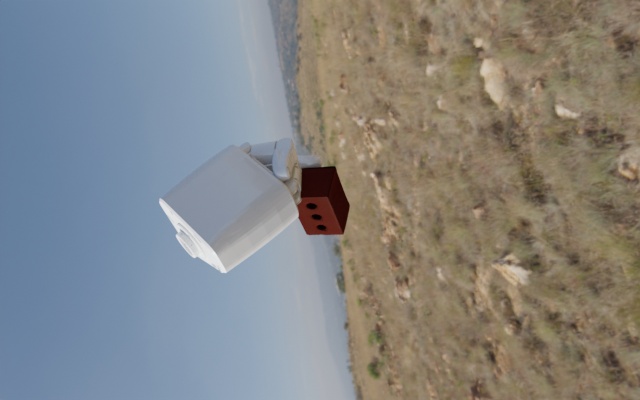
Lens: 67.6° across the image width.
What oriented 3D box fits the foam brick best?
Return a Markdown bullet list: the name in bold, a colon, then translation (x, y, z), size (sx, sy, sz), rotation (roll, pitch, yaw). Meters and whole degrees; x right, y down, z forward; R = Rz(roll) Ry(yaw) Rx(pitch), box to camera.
- **foam brick**: translation (0.000, 0.002, 0.602), size (0.053, 0.051, 0.078), rotation (-3, -40, 20)
